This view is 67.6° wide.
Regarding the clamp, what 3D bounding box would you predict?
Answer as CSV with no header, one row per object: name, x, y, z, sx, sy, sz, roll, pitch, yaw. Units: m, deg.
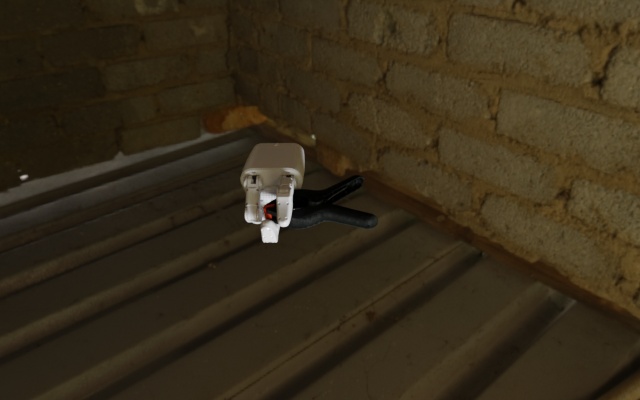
clamp,0.000,0.003,0.741,0.171,0.039,0.120,0,32,2
